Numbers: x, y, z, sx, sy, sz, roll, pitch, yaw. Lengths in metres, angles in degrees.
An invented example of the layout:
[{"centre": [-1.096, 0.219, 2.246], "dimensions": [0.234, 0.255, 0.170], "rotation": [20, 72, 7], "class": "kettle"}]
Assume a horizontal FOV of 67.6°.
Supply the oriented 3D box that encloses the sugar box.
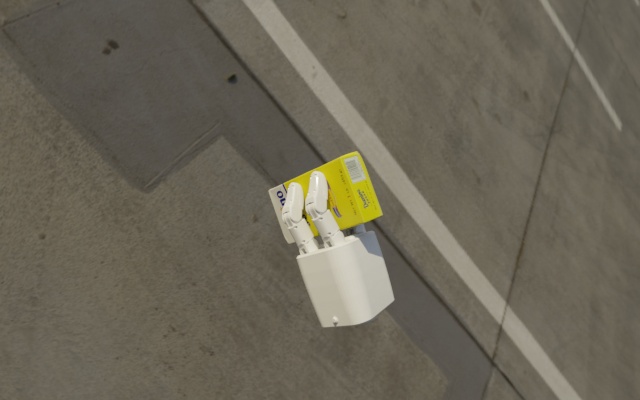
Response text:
[{"centre": [0.000, 0.002, 0.683], "dimensions": [0.048, 0.093, 0.176], "rotation": [-19, -2, -43], "class": "sugar box"}]
